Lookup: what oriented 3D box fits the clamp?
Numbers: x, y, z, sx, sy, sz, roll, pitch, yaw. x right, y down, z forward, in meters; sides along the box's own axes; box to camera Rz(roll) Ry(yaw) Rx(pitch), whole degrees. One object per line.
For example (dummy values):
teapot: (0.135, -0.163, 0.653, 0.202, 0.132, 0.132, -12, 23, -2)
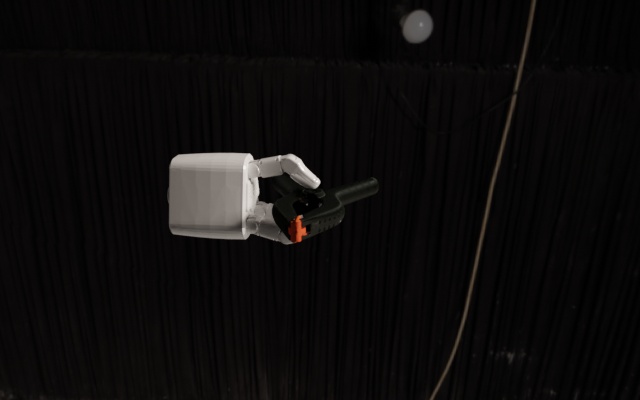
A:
clamp: (0.000, 0.002, 0.651, 0.164, 0.036, 0.210, 0, 19, 4)
